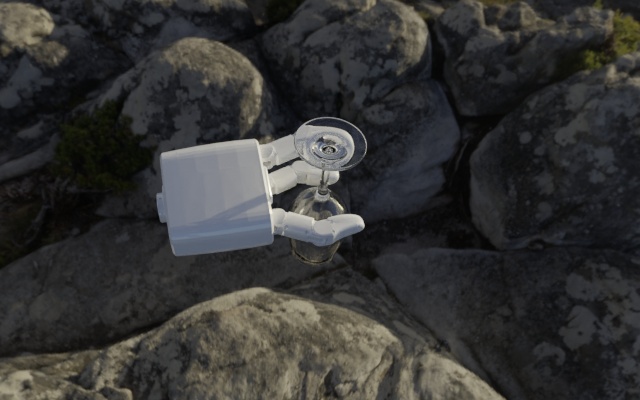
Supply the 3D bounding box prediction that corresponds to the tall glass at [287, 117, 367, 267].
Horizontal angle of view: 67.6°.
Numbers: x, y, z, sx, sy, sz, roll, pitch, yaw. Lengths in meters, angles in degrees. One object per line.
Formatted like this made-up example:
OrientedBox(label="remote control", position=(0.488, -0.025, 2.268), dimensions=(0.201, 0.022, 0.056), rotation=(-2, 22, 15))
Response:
OrientedBox(label="tall glass", position=(0.000, 0.001, 0.558), dimensions=(0.079, 0.079, 0.201), rotation=(0, -37, -7))
